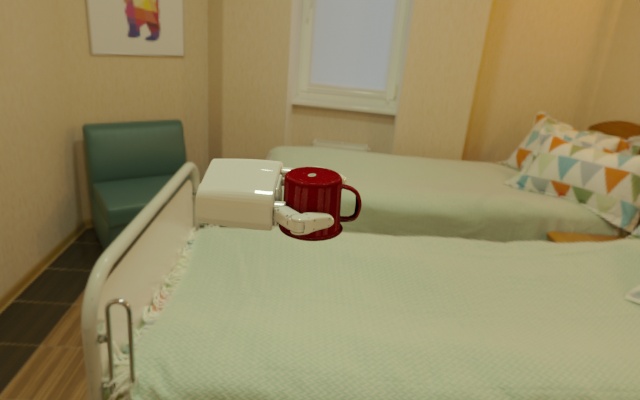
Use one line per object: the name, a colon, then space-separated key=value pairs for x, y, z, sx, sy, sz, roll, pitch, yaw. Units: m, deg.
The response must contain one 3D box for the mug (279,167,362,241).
mug: x=0.002 y=0.002 z=0.678 sx=0.117 sy=0.081 sz=0.093 roll=4 pitch=21 yaw=1
